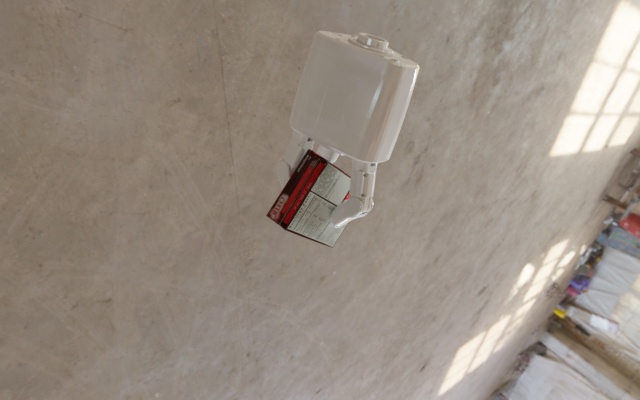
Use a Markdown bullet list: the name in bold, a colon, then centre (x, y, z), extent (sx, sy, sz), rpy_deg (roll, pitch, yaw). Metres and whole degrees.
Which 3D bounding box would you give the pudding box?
- **pudding box**: centre (0.000, 0.002, 0.563), extent (0.039, 0.090, 0.113), rpy_deg (36, 4, 36)
